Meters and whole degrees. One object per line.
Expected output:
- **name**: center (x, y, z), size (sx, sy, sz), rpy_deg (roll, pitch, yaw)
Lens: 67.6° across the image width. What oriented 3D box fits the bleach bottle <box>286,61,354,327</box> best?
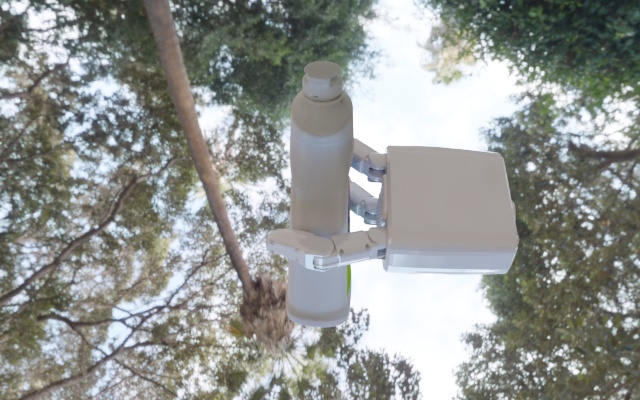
- **bleach bottle**: center (0.000, 0.001, 0.434), size (0.068, 0.251, 0.102), rpy_deg (3, 41, 2)
